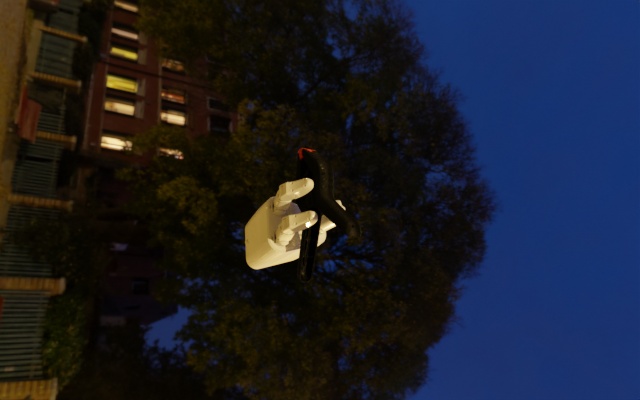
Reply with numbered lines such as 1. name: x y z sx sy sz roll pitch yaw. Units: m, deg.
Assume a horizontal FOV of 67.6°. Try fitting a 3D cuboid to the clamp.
1. clamp: 0.001 0.002 0.729 0.036 0.210 0.165 8 -29 -30
